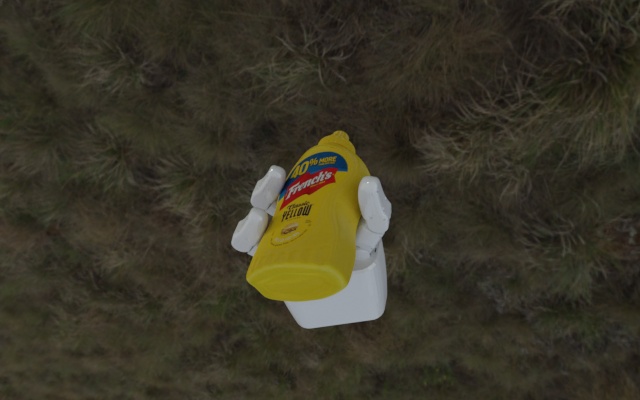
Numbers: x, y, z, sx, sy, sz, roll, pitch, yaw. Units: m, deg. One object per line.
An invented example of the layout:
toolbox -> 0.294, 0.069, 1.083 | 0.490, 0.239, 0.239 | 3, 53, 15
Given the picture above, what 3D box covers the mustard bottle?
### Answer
mustard bottle -> 0.000, 0.001, 0.462 | 0.096, 0.191, 0.058 | -16, -50, 35
